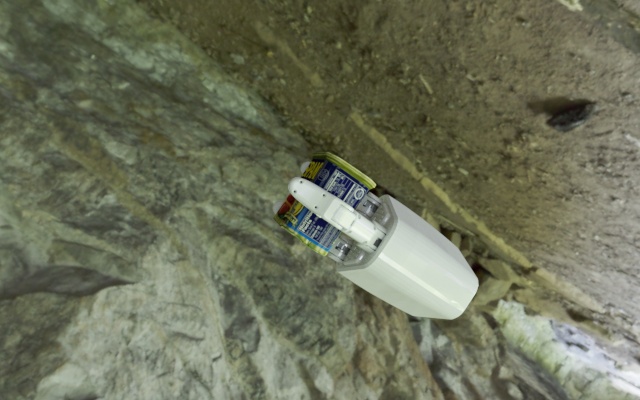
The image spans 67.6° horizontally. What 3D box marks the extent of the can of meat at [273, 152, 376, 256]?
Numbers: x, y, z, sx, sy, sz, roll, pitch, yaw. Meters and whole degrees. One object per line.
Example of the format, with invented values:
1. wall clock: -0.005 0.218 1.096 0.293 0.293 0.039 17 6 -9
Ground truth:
1. can of meat: 0.000 0.002 0.480 0.057 0.084 0.102 34 -2 -13
